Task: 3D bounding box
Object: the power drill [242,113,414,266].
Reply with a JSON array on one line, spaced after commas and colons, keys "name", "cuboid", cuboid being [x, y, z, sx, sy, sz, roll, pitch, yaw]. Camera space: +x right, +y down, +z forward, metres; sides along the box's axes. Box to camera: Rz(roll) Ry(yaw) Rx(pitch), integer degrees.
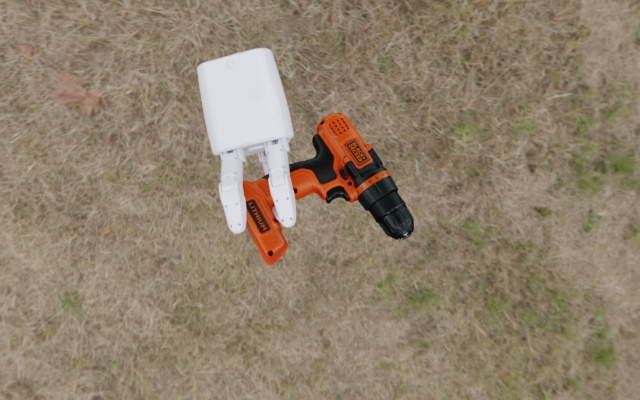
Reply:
[{"name": "power drill", "cuboid": [0.000, 0.002, 0.585, 0.187, 0.184, 0.057, -29, -15, -14]}]
